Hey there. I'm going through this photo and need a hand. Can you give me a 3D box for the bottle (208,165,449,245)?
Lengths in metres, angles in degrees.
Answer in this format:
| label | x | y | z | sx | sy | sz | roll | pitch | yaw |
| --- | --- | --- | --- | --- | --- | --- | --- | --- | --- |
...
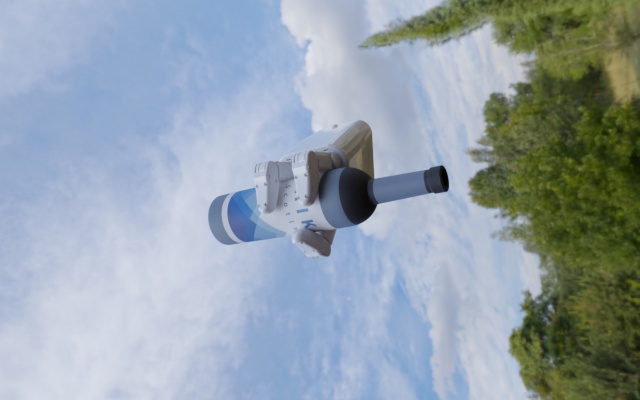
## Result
| label | x | y | z | sx | sy | sz | roll | pitch | yaw |
| --- | --- | --- | --- | --- | --- | --- | --- | --- | --- |
| bottle | 0.000 | 0.002 | 0.550 | 0.296 | 0.069 | 0.069 | -11 | -6 | 31 |
